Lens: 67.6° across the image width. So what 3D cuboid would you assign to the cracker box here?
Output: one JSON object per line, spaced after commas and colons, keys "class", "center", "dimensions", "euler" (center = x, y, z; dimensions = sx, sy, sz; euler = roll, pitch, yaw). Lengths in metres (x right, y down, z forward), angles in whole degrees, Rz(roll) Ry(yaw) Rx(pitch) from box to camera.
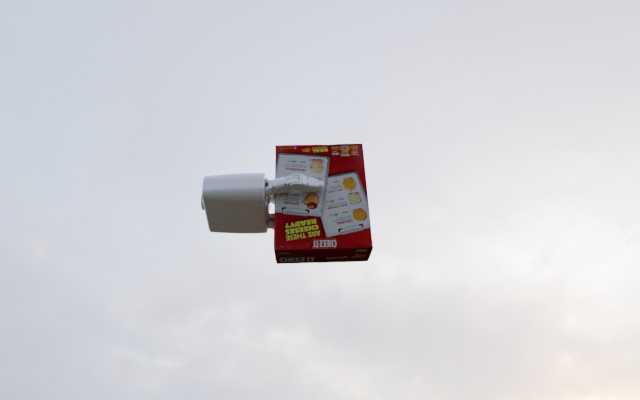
{"class": "cracker box", "center": [0.000, 0.003, 0.852], "dimensions": [0.164, 0.213, 0.072], "euler": [-1, -30, -2]}
